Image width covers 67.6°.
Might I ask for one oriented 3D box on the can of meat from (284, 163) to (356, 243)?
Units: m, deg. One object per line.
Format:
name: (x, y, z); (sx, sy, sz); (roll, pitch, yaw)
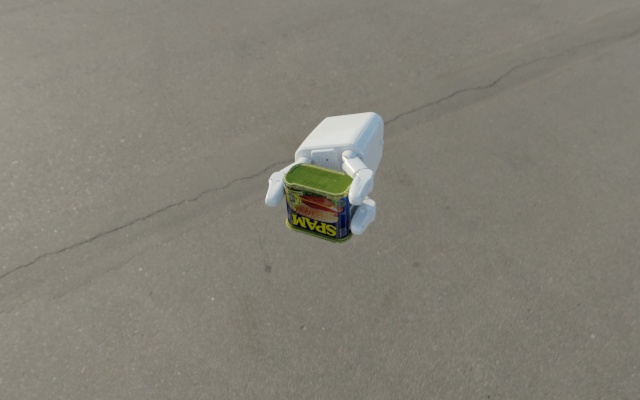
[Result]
can of meat: (0.000, 0.002, 0.665); (0.102, 0.084, 0.057); (15, 43, 21)
